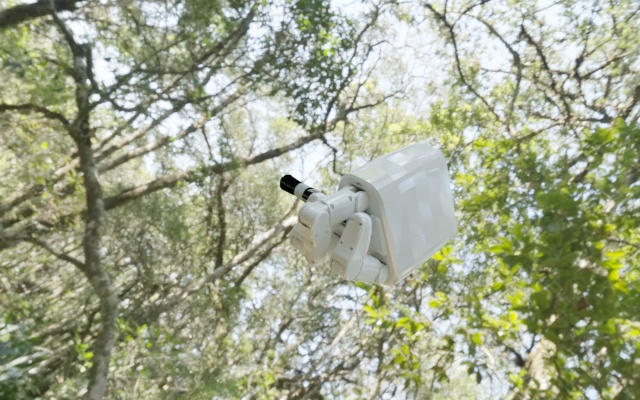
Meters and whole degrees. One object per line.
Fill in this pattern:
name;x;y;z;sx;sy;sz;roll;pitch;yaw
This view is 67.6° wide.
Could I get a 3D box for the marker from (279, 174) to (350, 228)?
marker;0.000;0.002;0.473;0.020;0.020;0.121;0;22;-46
